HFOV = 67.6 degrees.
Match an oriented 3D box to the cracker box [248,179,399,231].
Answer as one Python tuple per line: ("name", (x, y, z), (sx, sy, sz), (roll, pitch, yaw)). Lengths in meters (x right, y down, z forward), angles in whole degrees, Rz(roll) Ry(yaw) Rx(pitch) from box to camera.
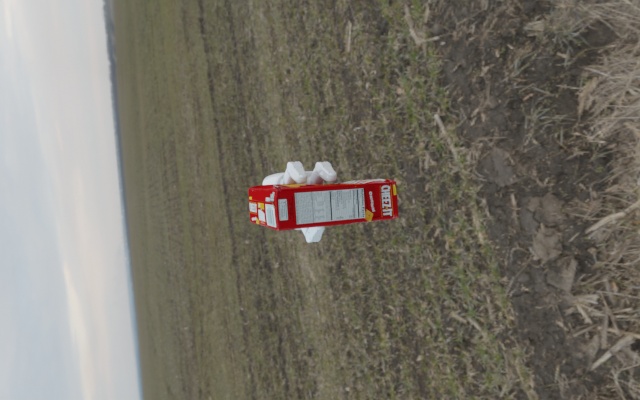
("cracker box", (0.000, 0.003, 0.821), (0.213, 0.072, 0.164), (-5, 4, -23))
